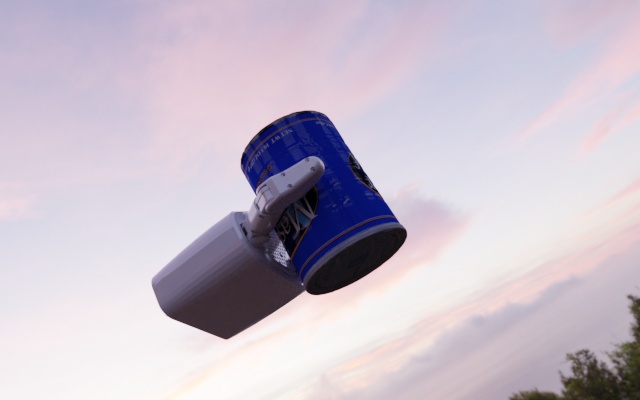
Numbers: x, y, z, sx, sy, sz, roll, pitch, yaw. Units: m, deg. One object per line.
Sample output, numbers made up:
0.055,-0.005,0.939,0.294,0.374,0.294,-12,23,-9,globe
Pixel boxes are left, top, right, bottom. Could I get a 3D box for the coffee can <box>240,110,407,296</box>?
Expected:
0.000,0.001,0.447,0.103,0.140,0.103,-25,-26,-13,coffee can
